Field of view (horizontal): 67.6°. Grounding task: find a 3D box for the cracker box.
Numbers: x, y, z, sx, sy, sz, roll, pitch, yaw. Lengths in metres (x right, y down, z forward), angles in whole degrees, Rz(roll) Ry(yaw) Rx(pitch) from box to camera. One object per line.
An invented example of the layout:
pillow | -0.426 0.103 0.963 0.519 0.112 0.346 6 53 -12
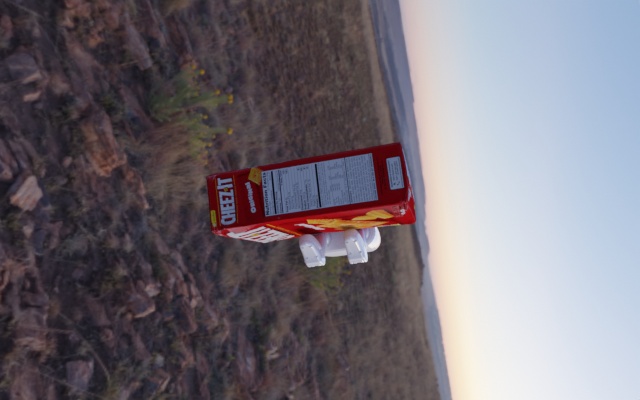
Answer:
cracker box | 0.000 0.002 0.563 0.214 0.072 0.164 -9 -11 12
